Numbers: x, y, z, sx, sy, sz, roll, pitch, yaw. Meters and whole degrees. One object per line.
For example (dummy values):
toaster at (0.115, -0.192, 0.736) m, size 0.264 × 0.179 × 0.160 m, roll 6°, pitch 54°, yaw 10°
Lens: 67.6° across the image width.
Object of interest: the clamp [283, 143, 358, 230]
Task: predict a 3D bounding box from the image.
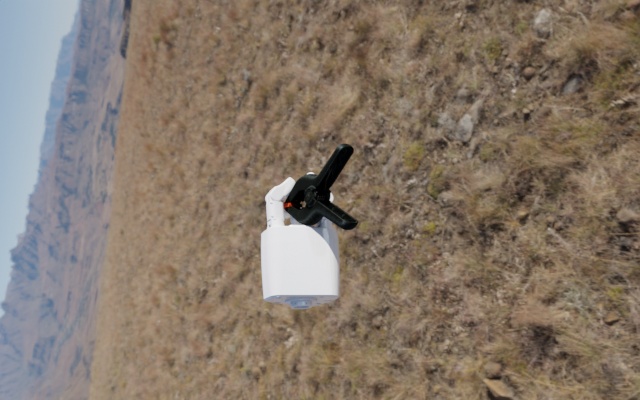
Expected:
clamp at (-0.001, 0.002, 0.705) m, size 0.039 × 0.120 × 0.171 m, roll 11°, pitch -26°, yaw -29°
